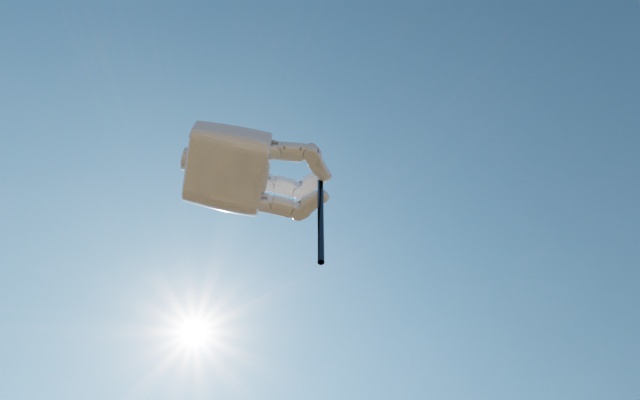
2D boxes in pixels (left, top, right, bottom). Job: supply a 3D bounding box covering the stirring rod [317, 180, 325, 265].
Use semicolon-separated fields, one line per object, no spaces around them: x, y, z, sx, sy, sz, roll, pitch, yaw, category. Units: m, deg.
0.000;0.002;0.629;0.011;0.011;0.239;0;34;0;stirring rod
